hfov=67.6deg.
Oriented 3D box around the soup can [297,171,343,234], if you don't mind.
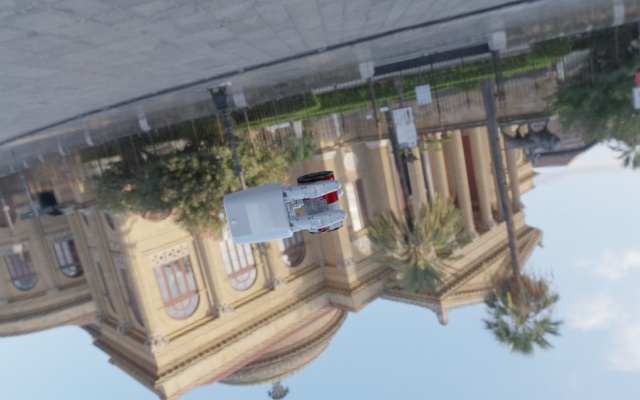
[{"bbox_3d":[0.001,0.003,0.870,0.068,0.102,0.068,-11,11,2],"label":"soup can"}]
